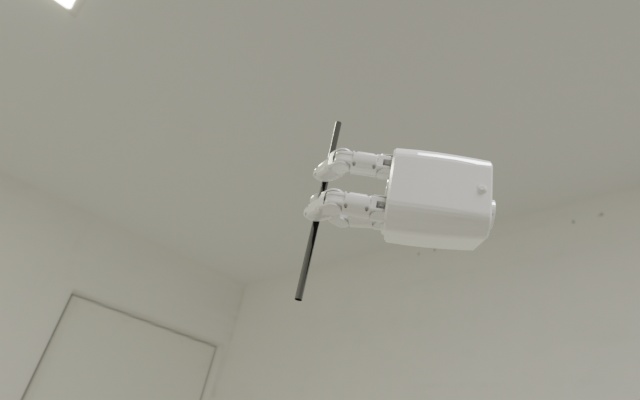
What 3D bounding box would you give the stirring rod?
[{"bbox_3d":[0.000,0.002,0.558,0.011,0.239,0.011,10,-30,6],"label":"stirring rod"}]
